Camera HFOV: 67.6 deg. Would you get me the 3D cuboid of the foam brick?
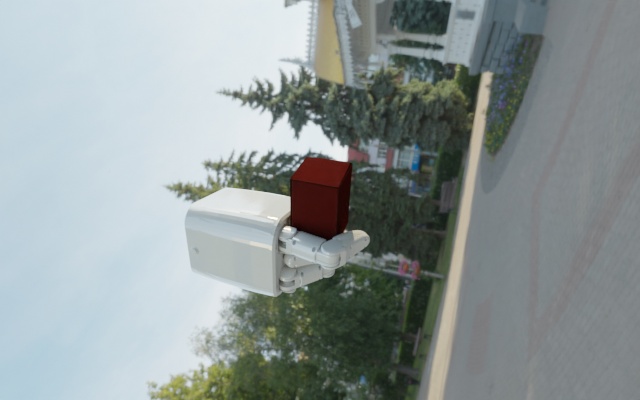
[{"bbox_3d":[0.000,0.001,0.497,0.051,0.078,0.053,12,34,14],"label":"foam brick"}]
